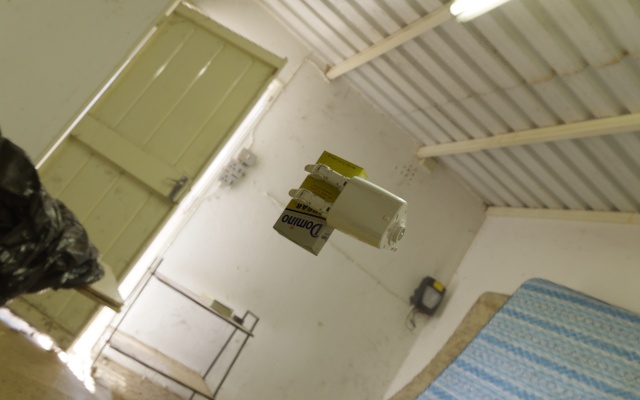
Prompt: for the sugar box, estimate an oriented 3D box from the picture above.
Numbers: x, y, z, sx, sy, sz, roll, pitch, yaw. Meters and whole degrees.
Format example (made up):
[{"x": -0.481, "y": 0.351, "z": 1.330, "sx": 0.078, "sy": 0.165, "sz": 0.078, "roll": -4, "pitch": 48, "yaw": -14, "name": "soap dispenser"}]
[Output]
[{"x": 0.000, "y": 0.003, "z": 0.872, "sx": 0.093, "sy": 0.176, "sz": 0.048, "roll": 27, "pitch": -15, "yaw": 27, "name": "sugar box"}]
